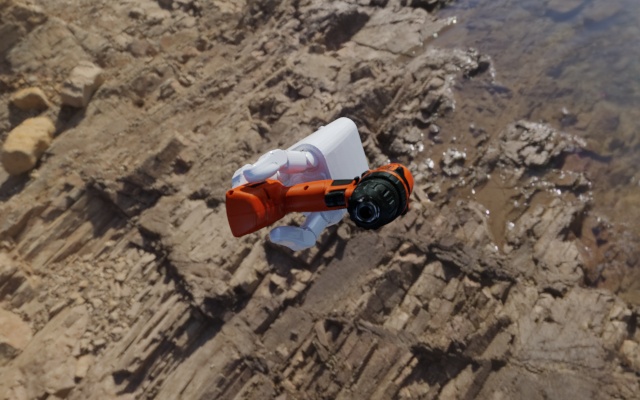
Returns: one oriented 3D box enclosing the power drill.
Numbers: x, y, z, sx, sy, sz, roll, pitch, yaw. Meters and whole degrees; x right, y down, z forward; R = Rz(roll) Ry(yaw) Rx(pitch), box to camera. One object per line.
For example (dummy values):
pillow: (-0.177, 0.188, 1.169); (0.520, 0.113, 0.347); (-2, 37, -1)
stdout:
power drill: (0.000, 0.002, 0.502); (0.187, 0.057, 0.184); (-5, 7, 18)
